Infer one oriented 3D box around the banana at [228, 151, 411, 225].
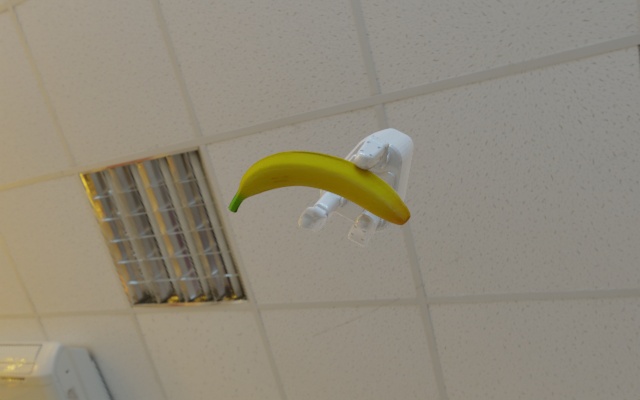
[{"bbox_3d":[-0.003,-0.017,0.499,0.198,0.070,0.037,4,15,19],"label":"banana"}]
